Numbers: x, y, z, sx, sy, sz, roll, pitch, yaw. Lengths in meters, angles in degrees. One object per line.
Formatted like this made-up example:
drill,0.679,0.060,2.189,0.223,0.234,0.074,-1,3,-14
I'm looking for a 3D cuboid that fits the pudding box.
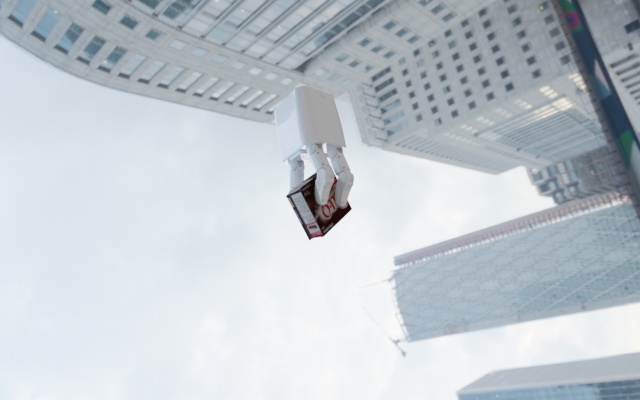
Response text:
pudding box,0.000,0.003,0.819,0.039,0.090,0.113,-20,13,39
